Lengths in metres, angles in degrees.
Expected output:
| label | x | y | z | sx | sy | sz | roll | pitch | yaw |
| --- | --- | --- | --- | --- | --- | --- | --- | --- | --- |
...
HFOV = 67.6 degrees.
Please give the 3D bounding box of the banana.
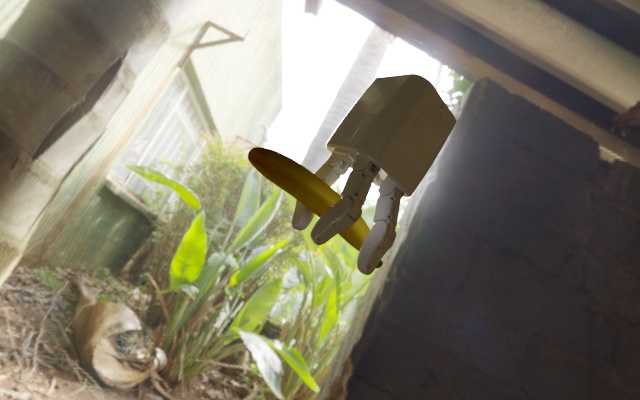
| label | x | y | z | sx | sy | sz | roll | pitch | yaw |
| --- | --- | --- | --- | --- | --- | --- | --- | --- | --- |
| banana | -0.002 | -0.002 | 0.529 | 0.198 | 0.037 | 0.069 | 40 | 4 | -21 |
